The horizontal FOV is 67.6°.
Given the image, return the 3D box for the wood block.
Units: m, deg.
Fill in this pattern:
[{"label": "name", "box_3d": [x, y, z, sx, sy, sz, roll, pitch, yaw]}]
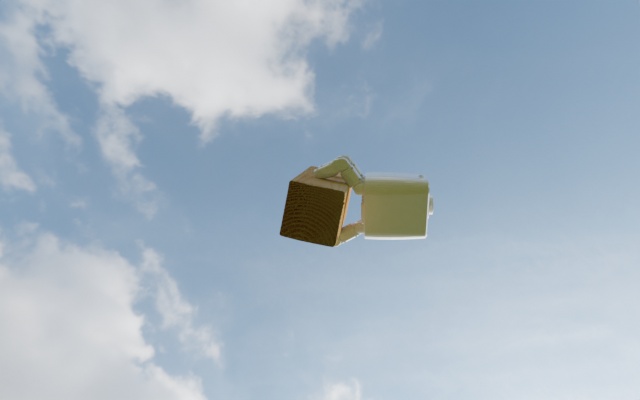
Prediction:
[{"label": "wood block", "box_3d": [0.000, 0.003, 0.821, 0.090, 0.091, 0.206, 12, 11, 6]}]
